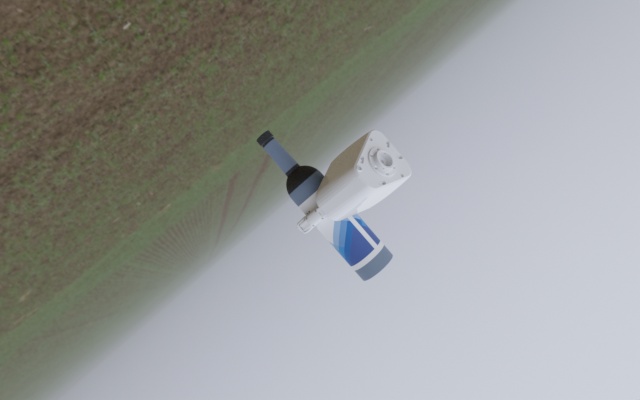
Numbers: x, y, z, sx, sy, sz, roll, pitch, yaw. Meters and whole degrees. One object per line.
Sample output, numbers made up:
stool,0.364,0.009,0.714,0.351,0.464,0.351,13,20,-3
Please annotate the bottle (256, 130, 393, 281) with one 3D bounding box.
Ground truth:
bottle,0.000,0.003,0.798,0.069,0.296,0.069,-41,2,2
